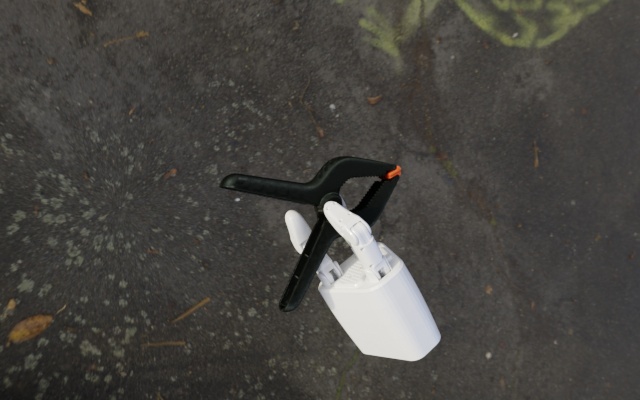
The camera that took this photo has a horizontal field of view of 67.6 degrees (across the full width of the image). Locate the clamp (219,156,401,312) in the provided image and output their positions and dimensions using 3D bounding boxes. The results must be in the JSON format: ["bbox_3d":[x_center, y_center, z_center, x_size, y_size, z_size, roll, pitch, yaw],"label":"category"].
[{"bbox_3d":[0.001,0.002,0.541,0.210,0.164,0.036,-36,17,-19],"label":"clamp"}]
